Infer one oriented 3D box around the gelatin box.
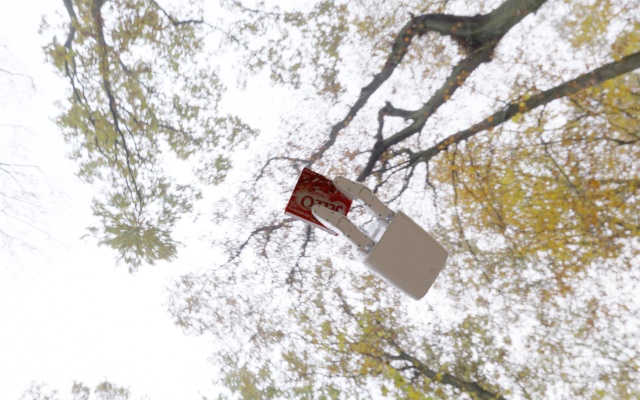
[{"bbox_3d":[0.000,0.002,0.707,0.089,0.073,0.030,24,-15,-4],"label":"gelatin box"}]
